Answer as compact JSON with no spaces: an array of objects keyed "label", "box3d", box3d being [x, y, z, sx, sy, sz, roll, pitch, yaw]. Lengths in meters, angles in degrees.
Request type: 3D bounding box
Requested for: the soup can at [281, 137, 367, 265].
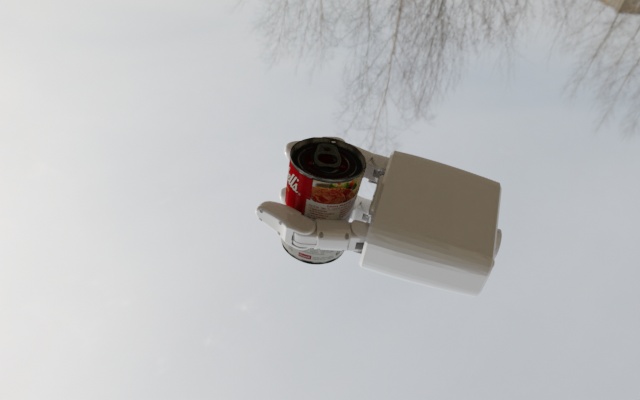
[{"label":"soup can","box3d":[0.000,0.002,0.447,0.068,0.102,0.068,6,38,-5]}]
